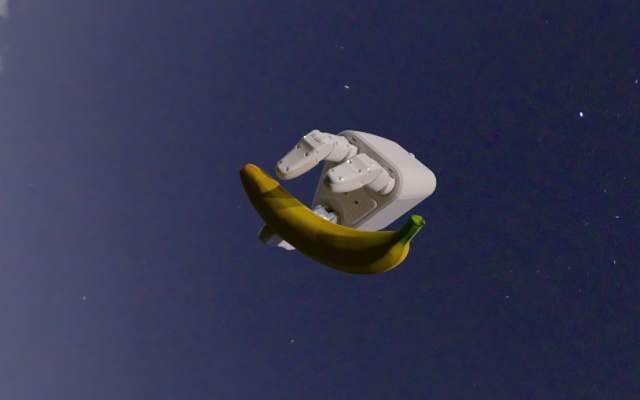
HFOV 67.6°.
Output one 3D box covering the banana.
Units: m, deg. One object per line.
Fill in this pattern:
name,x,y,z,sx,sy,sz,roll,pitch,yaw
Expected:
banana,0.000,0.020,0.419,0.197,0.069,0.037,17,15,35
